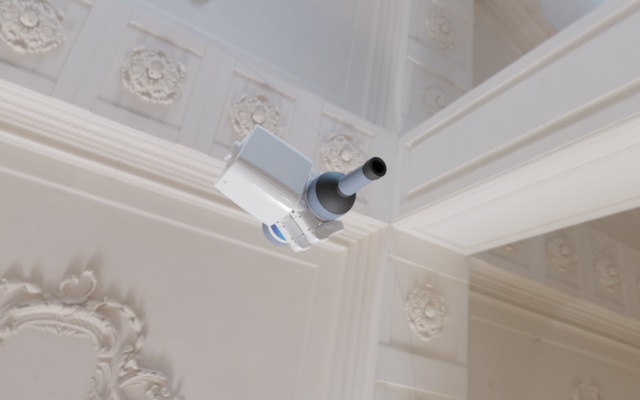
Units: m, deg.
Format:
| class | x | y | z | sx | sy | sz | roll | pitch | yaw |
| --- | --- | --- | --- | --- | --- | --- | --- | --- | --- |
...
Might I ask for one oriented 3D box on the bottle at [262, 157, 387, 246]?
| class | x | y | z | sx | sy | sz | roll | pitch | yaw |
| --- | --- | --- | --- | --- | --- | --- | --- | --- | --- |
| bottle | 0.000 | 0.002 | 0.713 | 0.069 | 0.069 | 0.296 | 0 | -18 | -31 |
